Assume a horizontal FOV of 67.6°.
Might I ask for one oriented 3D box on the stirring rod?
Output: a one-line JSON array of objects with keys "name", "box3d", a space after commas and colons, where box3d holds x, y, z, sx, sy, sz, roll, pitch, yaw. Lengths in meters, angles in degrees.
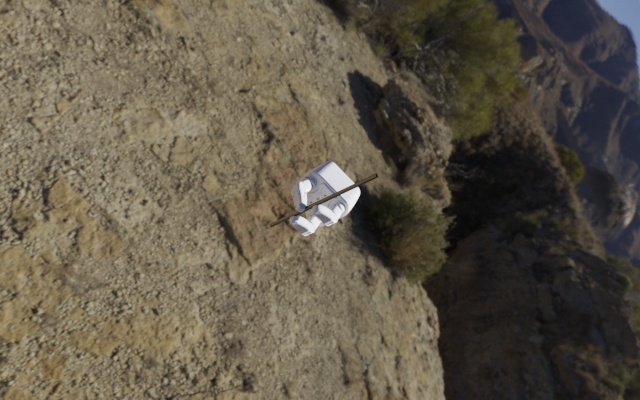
[{"name": "stirring rod", "box3d": [0.000, 0.003, 0.877, 0.239, 0.011, 0.011, -25, -12, 27]}]
